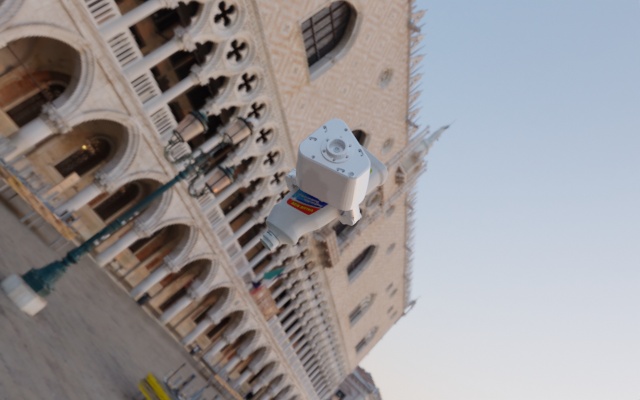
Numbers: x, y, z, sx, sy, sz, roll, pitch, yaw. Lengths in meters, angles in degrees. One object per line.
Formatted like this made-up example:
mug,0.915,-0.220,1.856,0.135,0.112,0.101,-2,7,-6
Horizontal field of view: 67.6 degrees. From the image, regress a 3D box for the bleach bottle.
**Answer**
bleach bottle,0.000,0.003,0.853,0.250,0.102,0.068,-41,-19,-19
